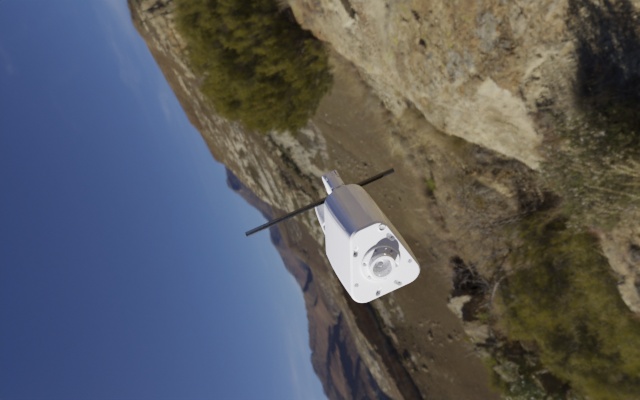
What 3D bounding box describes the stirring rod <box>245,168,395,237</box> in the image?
[{"bbox_3d":[0.000,0.002,0.713,0.239,0.011,0.011,-24,1,-4],"label":"stirring rod"}]
